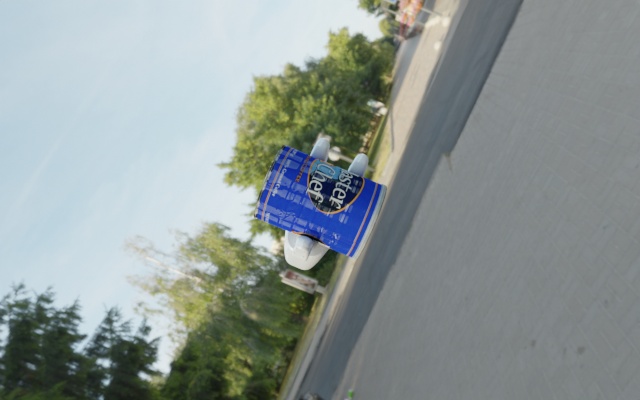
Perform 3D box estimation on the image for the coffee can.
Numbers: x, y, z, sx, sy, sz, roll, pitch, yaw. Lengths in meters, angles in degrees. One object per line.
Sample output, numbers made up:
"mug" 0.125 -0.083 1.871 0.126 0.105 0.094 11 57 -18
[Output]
"coffee can" 0.000 0.002 0.608 0.140 0.103 0.103 22 0 1
